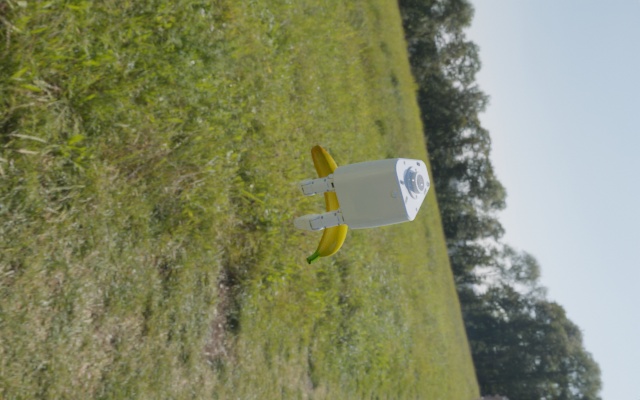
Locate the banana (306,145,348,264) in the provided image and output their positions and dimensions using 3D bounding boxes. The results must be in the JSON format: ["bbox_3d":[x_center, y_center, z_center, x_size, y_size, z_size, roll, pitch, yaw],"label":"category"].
[{"bbox_3d":[0.015,0.007,0.799,0.069,0.198,0.037,4,-5,-35],"label":"banana"}]
